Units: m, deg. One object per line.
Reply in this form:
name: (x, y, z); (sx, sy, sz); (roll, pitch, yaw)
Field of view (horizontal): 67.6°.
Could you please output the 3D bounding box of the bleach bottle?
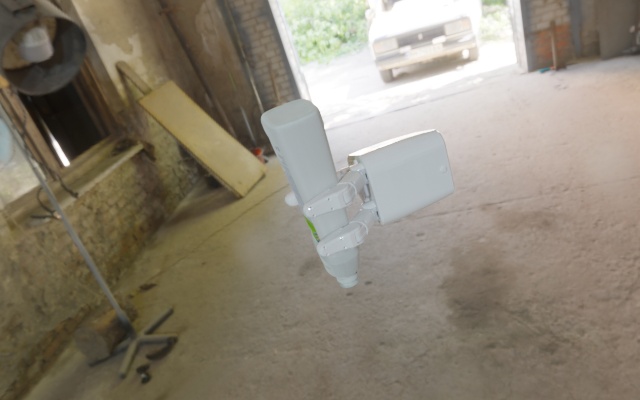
bleach bottle: (0.000, 0.002, 0.618); (0.068, 0.251, 0.102); (-22, 25, -6)
